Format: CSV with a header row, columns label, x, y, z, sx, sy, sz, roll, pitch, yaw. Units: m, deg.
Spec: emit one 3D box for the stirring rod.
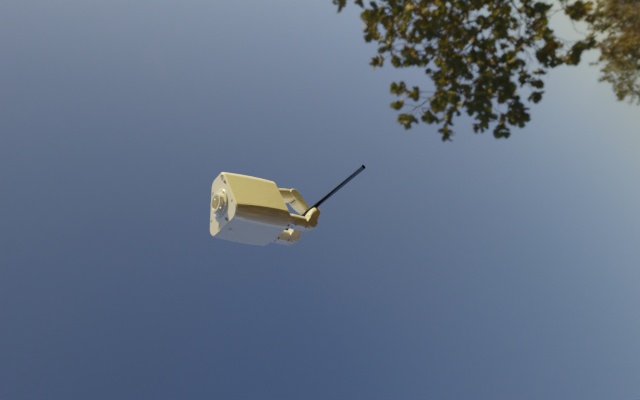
label,x,y,z,sx,sy,sz,roll,pitch,yaw
stirring rod,0.000,0.003,0.885,0.011,0.011,0.240,0,-30,-45
